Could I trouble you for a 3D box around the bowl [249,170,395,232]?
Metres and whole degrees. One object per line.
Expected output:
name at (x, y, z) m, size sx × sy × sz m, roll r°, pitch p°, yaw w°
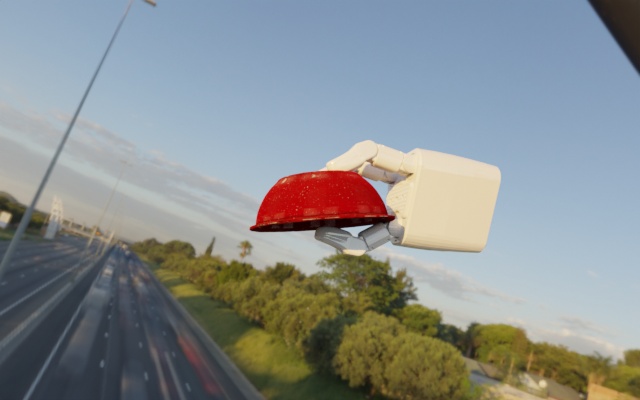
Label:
bowl at (-0.001, 0.001, 0.531) m, size 0.162 × 0.055 × 0.162 m, roll -5°, pitch -7°, yaw -1°
